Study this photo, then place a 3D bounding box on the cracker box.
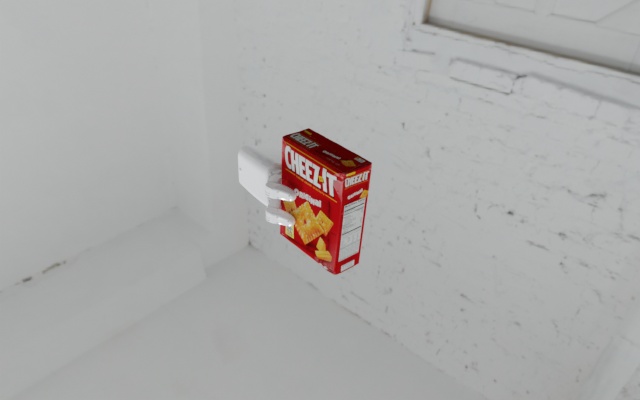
[{"bbox_3d":[0.000,0.003,0.853,0.072,0.214,0.164,-23,42,-35],"label":"cracker box"}]
